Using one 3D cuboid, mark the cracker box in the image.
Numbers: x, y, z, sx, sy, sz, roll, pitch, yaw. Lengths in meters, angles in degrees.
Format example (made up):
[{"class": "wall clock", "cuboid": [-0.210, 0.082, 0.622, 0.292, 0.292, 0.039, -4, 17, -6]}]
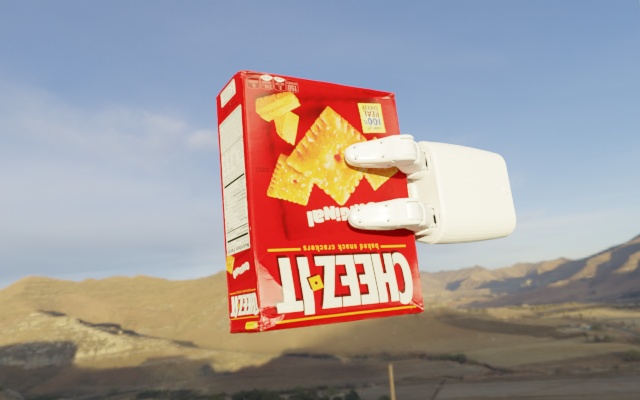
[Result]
[{"class": "cracker box", "cuboid": [0.000, 0.001, 0.429, 0.164, 0.213, 0.072, 1, -15, -30]}]
